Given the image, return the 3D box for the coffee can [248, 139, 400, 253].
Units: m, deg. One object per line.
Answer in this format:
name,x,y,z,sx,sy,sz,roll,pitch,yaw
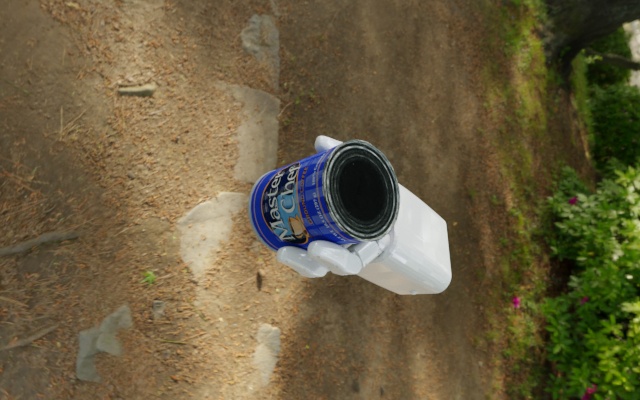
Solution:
coffee can,0.000,0.002,0.519,0.103,0.103,0.140,0,-10,-39
